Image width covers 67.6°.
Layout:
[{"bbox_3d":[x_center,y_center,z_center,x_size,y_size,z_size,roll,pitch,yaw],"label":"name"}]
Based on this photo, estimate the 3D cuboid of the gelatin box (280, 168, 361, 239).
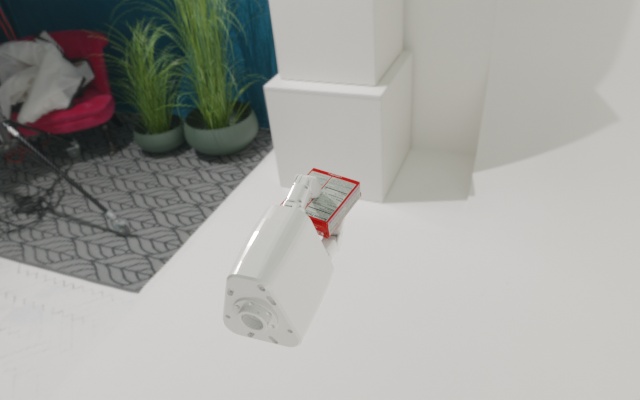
[{"bbox_3d":[0.000,0.001,0.618,0.073,0.030,0.089,18,49,27],"label":"gelatin box"}]
